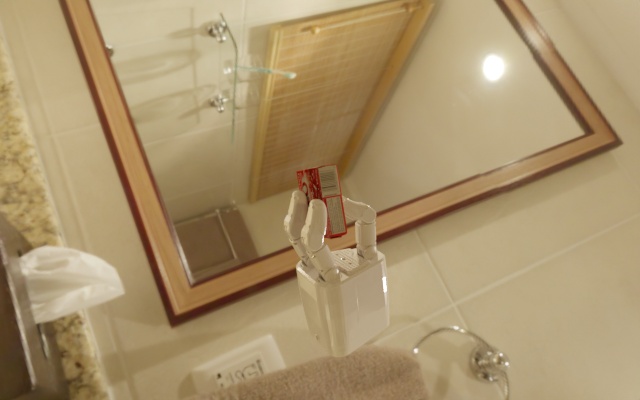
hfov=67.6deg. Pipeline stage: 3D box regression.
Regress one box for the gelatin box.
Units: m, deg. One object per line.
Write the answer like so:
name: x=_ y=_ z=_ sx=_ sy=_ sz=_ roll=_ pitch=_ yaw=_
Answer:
gelatin box: x=0.000 y=0.002 z=0.604 sx=0.030 sy=0.089 sz=0.073 roll=-10 pitch=3 yaw=-22
